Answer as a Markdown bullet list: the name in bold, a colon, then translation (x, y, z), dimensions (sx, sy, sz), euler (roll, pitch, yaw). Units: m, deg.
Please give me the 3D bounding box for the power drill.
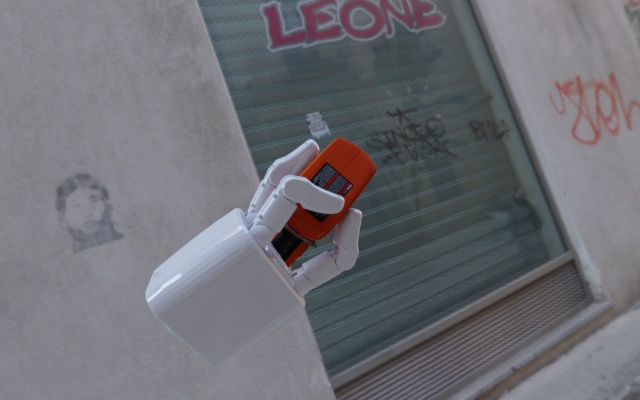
- **power drill**: translation (0.000, 0.002, 0.539), dimensions (0.057, 0.184, 0.188), euler (38, -20, 2)
